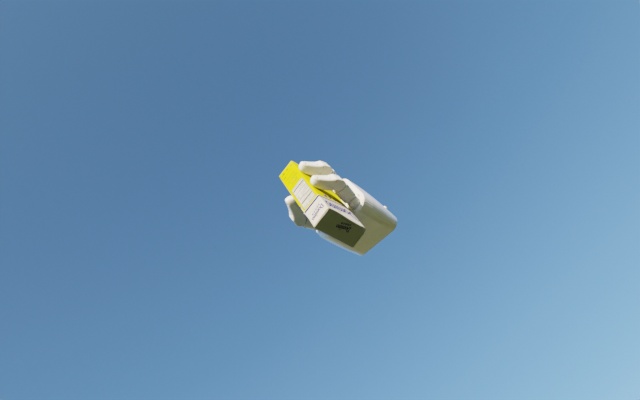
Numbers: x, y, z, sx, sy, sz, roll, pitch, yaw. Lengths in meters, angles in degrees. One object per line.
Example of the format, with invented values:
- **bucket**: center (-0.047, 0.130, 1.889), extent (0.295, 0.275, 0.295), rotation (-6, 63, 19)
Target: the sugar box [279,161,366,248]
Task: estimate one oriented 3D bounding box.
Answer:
- **sugar box**: center (0.001, 0.002, 0.815), extent (0.093, 0.048, 0.176), rotation (30, 11, -36)
